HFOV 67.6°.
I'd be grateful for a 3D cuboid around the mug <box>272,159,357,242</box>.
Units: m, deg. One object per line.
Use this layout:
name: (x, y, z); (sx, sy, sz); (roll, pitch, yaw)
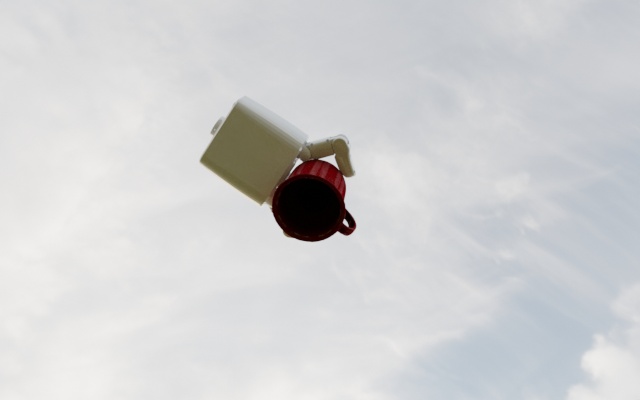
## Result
mug: (0.001, 0.003, 0.628); (0.117, 0.093, 0.081); (35, 24, -7)
